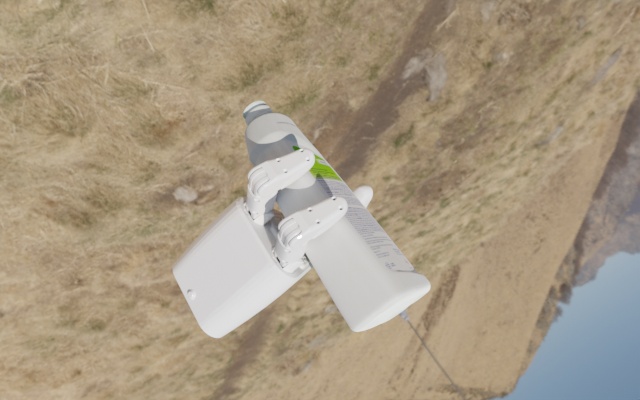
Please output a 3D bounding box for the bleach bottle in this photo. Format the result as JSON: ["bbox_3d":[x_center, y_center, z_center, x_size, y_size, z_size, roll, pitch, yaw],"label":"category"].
[{"bbox_3d":[0.000,0.002,0.469,0.068,0.250,0.102,-42,-22,18],"label":"bleach bottle"}]
